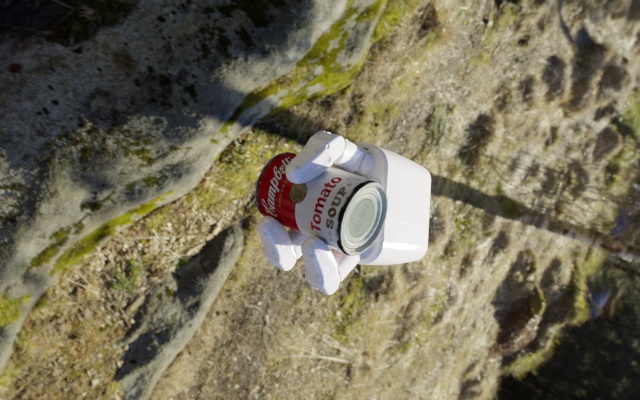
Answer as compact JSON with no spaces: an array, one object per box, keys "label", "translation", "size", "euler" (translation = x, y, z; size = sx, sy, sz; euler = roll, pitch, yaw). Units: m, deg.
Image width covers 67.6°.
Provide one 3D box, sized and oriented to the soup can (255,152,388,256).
[{"label":"soup can","translation":[0.000,0.001,0.427],"size":[0.102,0.068,0.068],"euler":[22,14,38]}]
